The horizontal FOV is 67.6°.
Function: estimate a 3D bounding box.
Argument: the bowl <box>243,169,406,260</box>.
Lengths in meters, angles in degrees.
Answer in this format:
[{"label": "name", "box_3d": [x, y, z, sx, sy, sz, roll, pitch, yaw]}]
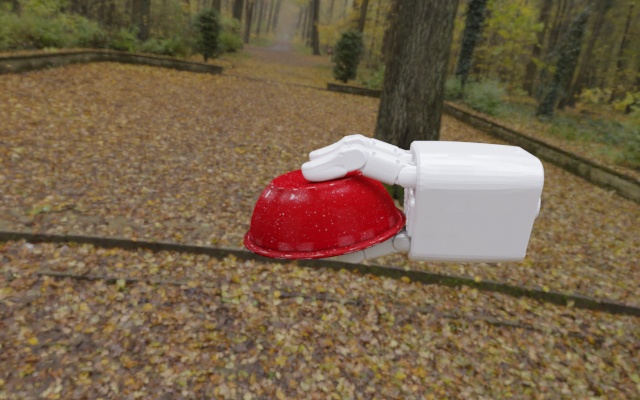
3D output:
[{"label": "bowl", "box_3d": [-0.001, 0.001, 0.467, 0.162, 0.055, 0.162, -8, 16, 2]}]
